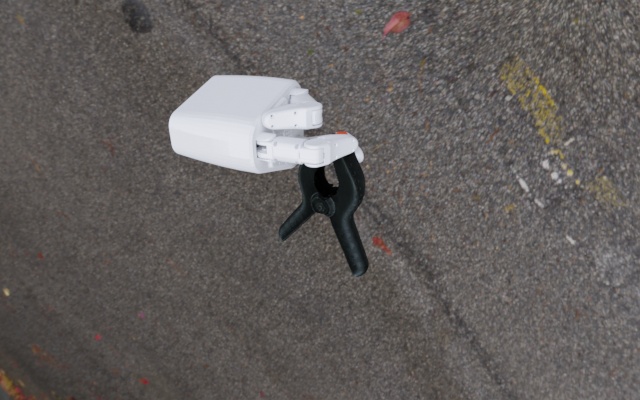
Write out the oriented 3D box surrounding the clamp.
[{"bbox_3d":[0.000,0.002,0.541,0.120,0.171,0.039,11,30,22],"label":"clamp"}]
